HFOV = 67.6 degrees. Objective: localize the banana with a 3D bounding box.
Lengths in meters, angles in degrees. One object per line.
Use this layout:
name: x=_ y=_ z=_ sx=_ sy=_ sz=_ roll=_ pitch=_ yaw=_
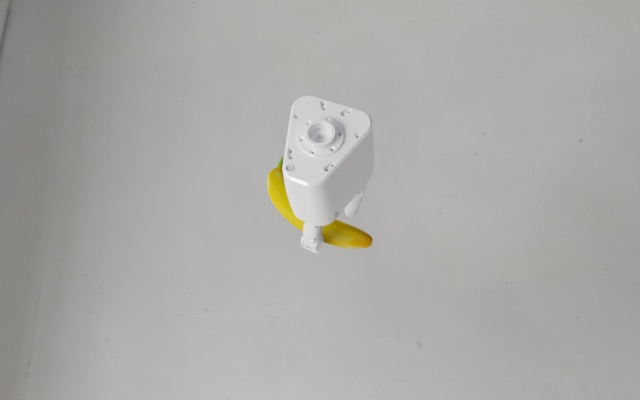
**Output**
banana: x=-0.016 y=0.011 z=0.675 sx=0.069 sy=0.197 sz=0.037 roll=-39 pitch=-23 yaw=-16
